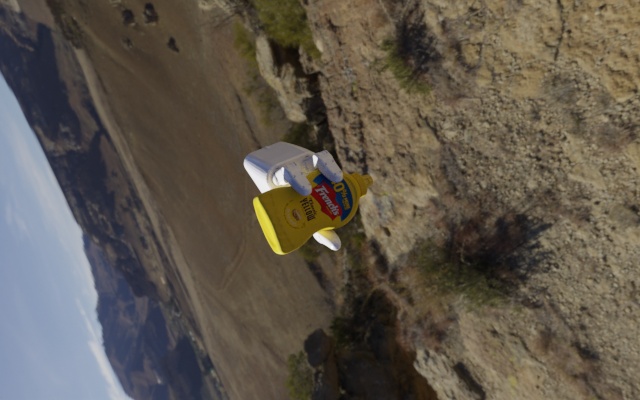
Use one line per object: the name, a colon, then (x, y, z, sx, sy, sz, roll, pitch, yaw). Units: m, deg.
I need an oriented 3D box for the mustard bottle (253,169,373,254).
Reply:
mustard bottle: (0.000, 0.003, 0.736, 0.191, 0.096, 0.058, -24, 4, -23)
